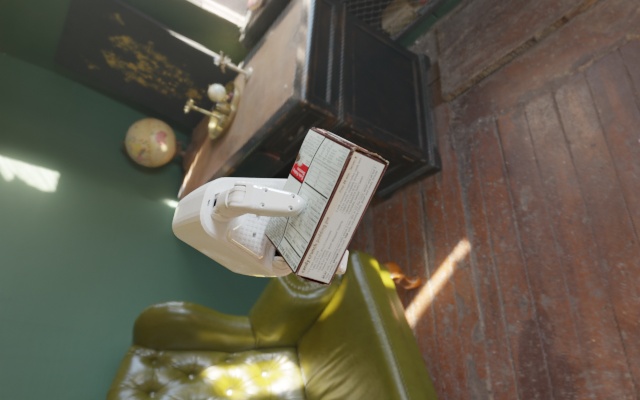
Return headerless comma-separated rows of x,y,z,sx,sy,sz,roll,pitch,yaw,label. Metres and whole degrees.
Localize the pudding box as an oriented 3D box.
0.000,0.001,0.405,0.039,0.113,0.090,18,11,-29,pudding box
